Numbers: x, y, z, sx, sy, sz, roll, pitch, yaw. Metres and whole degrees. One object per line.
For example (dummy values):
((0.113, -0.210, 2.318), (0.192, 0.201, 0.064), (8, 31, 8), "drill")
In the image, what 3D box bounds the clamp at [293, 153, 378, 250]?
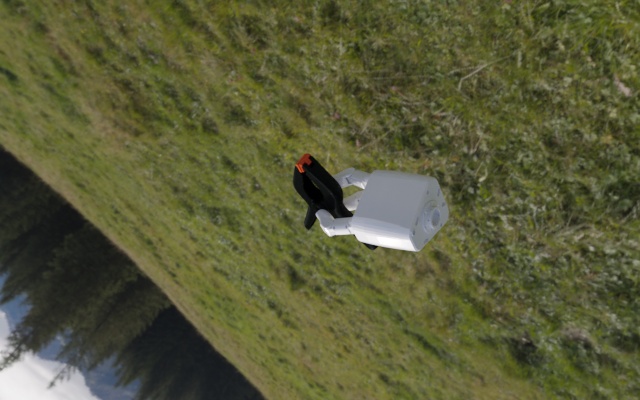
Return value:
((0.000, 0.003, 0.832), (0.164, 0.036, 0.210), (8, -38, 42), "clamp")
